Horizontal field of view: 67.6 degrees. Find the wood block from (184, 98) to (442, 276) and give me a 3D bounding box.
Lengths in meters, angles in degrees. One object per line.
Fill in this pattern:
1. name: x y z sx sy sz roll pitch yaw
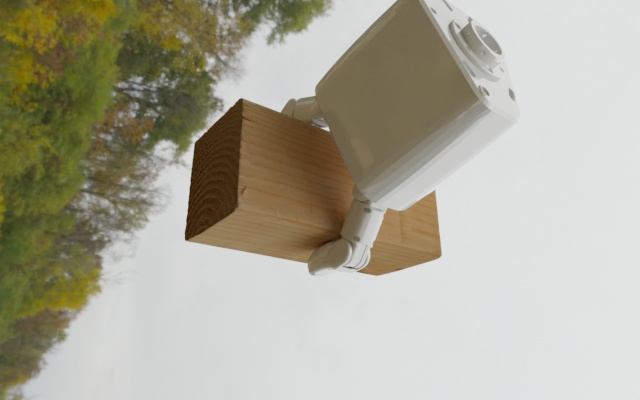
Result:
1. wood block: 0.000 0.002 0.415 0.206 0.090 0.090 16 -27 -34
